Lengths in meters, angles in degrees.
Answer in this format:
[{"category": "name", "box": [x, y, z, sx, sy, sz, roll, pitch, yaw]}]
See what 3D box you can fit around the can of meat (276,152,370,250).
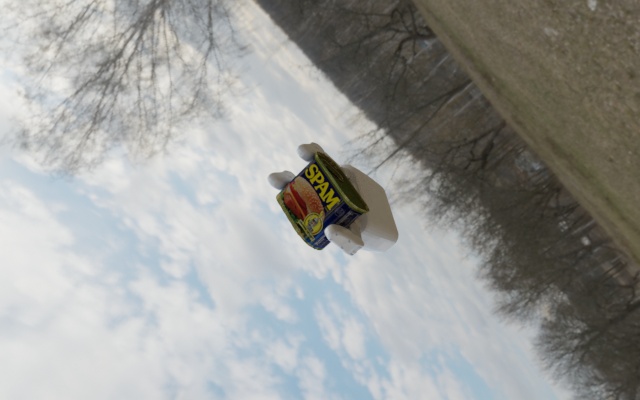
[{"category": "can of meat", "box": [0.000, 0.002, 0.625, 0.084, 0.102, 0.057, -43, -31, 17]}]
